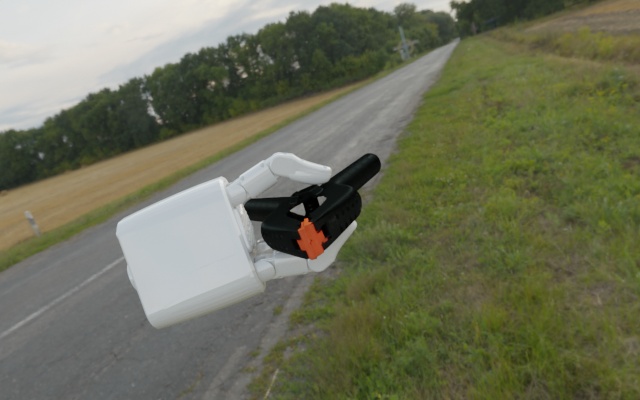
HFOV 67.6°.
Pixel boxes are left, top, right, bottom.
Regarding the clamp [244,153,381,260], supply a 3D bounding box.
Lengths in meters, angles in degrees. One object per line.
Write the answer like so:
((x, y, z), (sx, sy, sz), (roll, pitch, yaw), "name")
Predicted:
((0.000, 0.001, 0.461), (0.164, 0.036, 0.210), (-24, 13, -2), "clamp")
